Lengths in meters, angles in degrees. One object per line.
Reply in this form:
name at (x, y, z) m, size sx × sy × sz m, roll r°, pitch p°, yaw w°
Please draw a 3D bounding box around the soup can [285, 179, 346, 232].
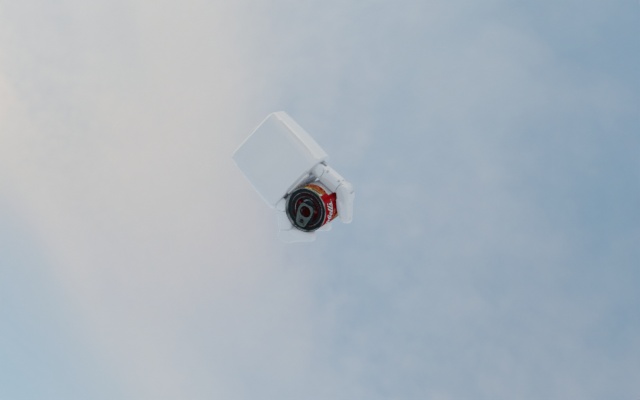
soup can at (0.001, 0.003, 0.741) m, size 0.068 × 0.068 × 0.102 m, roll 0°, pitch 14°, yaw 28°
